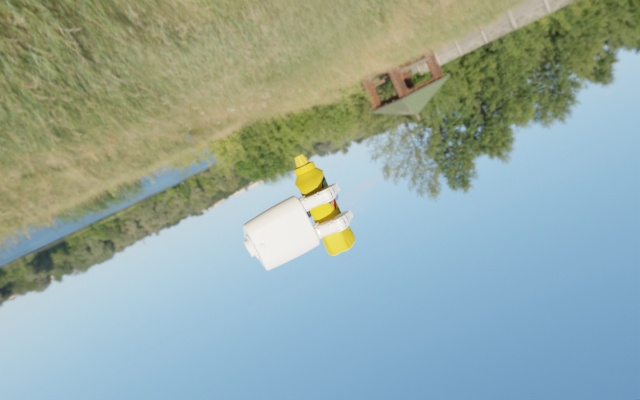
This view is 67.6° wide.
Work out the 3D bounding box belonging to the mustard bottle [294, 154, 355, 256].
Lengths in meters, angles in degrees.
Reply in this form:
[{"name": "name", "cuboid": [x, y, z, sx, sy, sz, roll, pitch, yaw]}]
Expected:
[{"name": "mustard bottle", "cuboid": [0.001, 0.003, 0.891, 0.058, 0.191, 0.096, -25, 8, 11]}]
